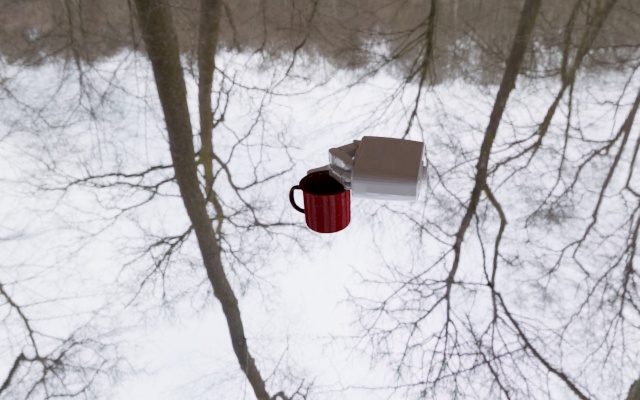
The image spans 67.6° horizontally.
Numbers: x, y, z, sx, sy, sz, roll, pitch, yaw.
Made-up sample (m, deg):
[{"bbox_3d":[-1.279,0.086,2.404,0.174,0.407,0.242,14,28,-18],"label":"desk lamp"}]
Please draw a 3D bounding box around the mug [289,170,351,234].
[{"bbox_3d":[-0.001,0.003,0.829,0.117,0.081,0.093,6,31,16],"label":"mug"}]
